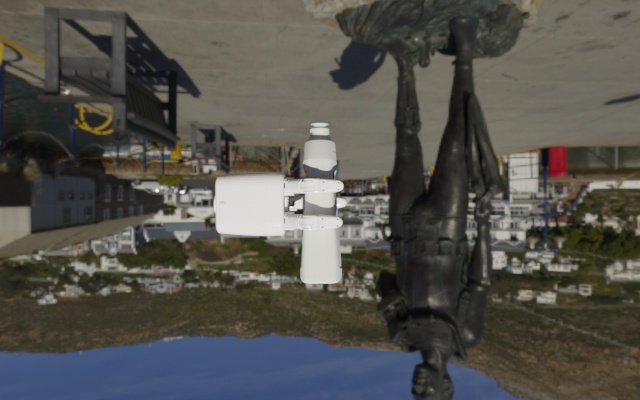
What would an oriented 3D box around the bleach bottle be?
[{"bbox_3d":[0.000,0.003,0.777,0.068,0.251,0.102,-1,1,2],"label":"bleach bottle"}]
